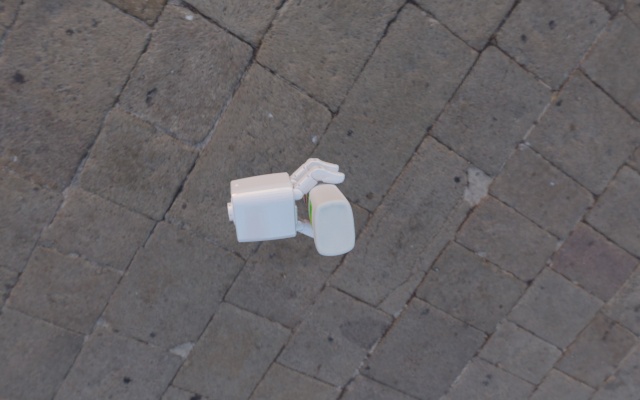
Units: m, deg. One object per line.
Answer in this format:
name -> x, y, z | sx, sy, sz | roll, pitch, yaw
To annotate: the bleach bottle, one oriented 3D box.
bleach bottle -> 0.000, 0.003, 0.885 | 0.068, 0.103, 0.250 | -8, 21, -8
